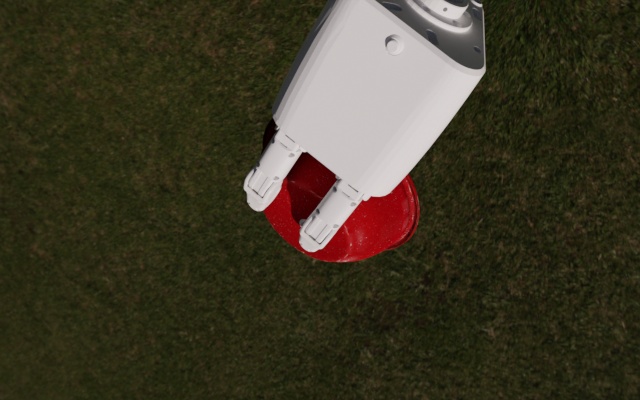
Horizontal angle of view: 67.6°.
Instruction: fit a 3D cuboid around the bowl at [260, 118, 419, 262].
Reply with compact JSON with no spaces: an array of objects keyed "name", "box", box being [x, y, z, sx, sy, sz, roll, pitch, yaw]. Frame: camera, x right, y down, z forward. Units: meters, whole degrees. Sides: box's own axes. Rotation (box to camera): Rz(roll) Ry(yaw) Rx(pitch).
[{"name":"bowl","box":[0.000,0.002,0.414,0.162,0.162,0.055,0,39,44]}]
